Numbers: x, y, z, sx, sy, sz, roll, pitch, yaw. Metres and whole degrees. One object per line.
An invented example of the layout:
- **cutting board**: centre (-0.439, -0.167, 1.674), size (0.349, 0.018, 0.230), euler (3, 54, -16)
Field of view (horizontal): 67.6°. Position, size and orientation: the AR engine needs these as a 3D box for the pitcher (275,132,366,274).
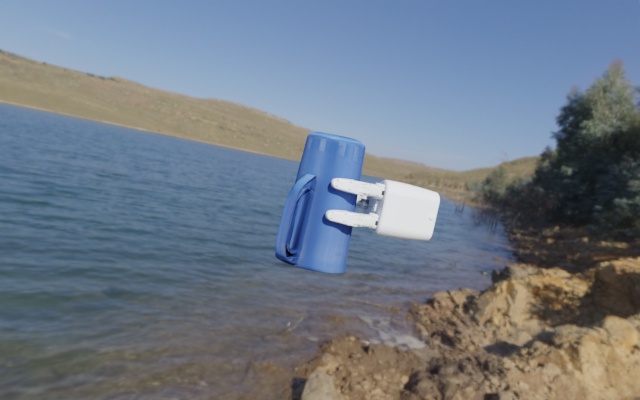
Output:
- **pitcher**: centre (0.000, 0.003, 0.861), size (0.145, 0.243, 0.149), euler (11, 4, -11)
